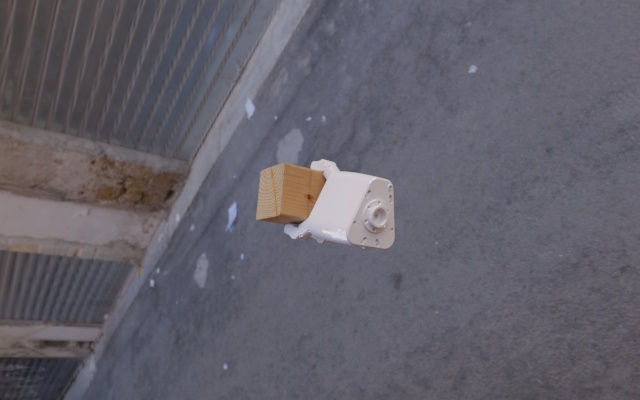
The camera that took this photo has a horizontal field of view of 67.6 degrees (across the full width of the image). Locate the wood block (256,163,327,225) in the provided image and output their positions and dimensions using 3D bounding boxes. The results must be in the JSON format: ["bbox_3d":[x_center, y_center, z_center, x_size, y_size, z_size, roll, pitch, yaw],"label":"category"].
[{"bbox_3d":[0.000,0.002,0.857,0.206,0.091,0.090,12,-13,-32],"label":"wood block"}]
